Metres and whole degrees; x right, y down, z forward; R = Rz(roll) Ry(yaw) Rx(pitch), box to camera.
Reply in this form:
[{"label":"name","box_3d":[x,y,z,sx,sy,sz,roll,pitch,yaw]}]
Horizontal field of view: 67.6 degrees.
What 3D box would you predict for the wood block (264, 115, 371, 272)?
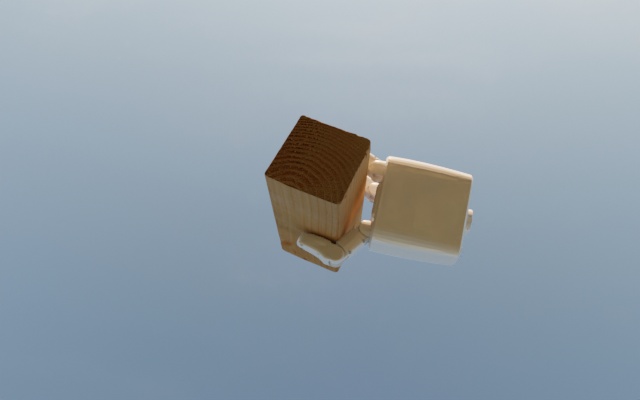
[{"label":"wood block","box_3d":[0.000,0.002,0.600,0.090,0.090,0.206,22,-26,13]}]
